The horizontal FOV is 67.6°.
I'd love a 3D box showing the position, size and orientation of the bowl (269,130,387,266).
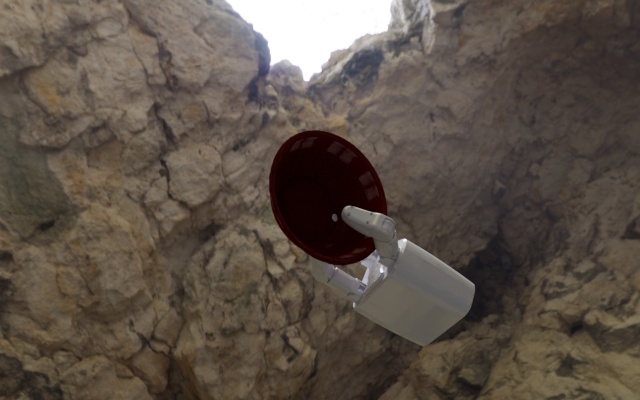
[{"bbox_3d":[-0.001,0.001,0.561,0.162,0.162,0.055,0,-18,-35],"label":"bowl"}]
